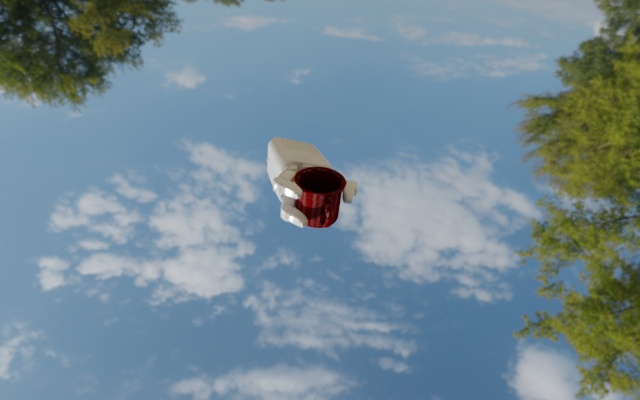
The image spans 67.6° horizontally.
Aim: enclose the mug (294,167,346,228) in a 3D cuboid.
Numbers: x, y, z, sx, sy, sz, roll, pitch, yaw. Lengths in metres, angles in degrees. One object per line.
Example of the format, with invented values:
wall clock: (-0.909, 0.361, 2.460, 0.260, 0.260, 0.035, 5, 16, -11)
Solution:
mug: (0.001, 0.004, 0.864, 0.093, 0.082, 0.117, -7, 37, -18)
